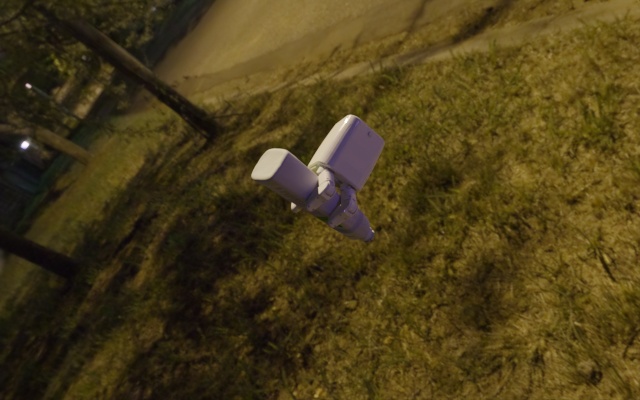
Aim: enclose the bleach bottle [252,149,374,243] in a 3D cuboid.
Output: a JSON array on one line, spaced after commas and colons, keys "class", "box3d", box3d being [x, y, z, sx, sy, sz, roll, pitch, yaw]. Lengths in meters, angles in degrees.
[{"class": "bleach bottle", "box3d": [0.000, 0.003, 0.870, 0.251, 0.068, 0.102, 36, -12, -28]}]
